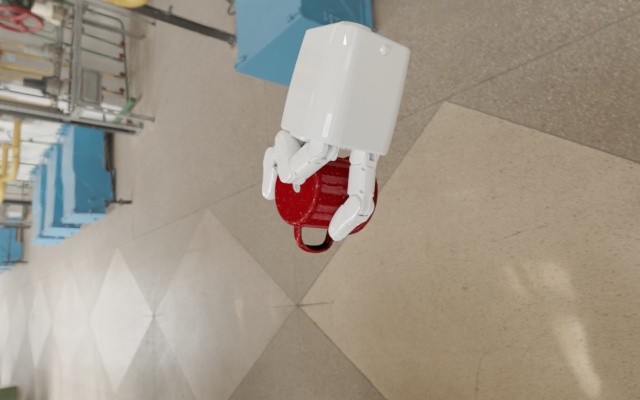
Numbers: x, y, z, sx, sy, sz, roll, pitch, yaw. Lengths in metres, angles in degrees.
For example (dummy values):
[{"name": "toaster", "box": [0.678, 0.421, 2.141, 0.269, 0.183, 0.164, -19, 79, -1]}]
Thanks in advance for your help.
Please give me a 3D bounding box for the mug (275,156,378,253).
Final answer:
[{"name": "mug", "box": [0.000, 0.003, 0.533, 0.081, 0.117, 0.093, 6, 11, -39]}]
